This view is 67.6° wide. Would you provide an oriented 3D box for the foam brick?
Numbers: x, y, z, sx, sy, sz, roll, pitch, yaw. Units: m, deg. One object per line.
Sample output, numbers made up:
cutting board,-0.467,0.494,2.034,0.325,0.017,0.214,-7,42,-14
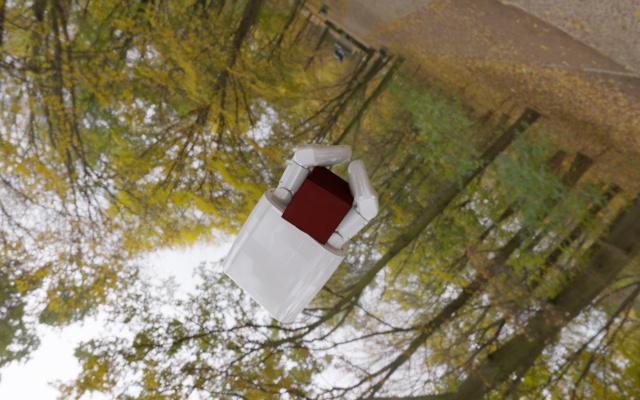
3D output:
foam brick,0.000,0.002,0.493,0.053,0.051,0.078,34,16,-2
